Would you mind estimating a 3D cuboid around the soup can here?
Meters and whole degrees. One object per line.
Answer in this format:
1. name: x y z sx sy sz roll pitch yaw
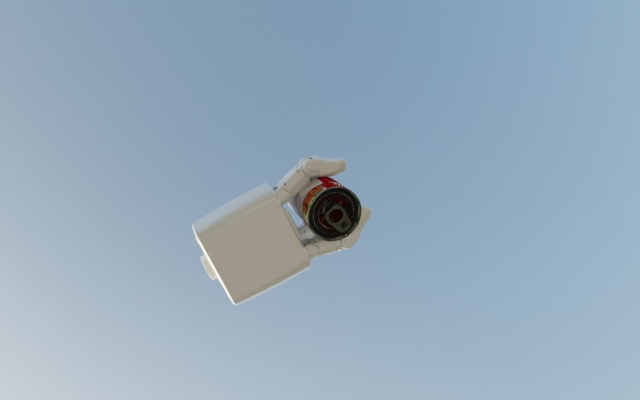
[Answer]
1. soup can: 0.000 0.002 0.604 0.068 0.068 0.102 0 17 -21
